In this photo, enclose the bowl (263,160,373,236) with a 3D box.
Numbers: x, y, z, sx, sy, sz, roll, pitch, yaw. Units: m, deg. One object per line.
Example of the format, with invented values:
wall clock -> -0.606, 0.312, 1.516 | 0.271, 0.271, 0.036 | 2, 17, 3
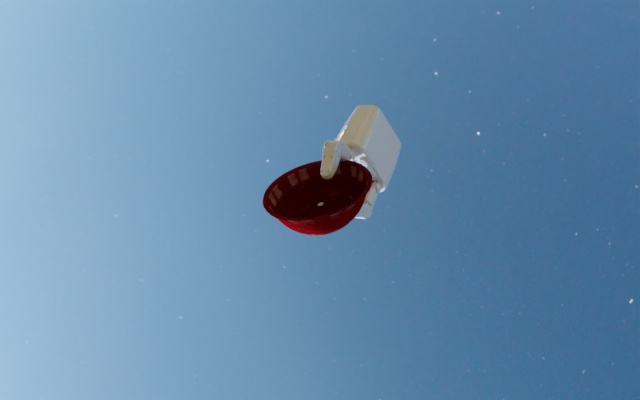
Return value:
bowl -> -0.001, 0.003, 0.700 | 0.162, 0.055, 0.162 | -11, 32, 7
